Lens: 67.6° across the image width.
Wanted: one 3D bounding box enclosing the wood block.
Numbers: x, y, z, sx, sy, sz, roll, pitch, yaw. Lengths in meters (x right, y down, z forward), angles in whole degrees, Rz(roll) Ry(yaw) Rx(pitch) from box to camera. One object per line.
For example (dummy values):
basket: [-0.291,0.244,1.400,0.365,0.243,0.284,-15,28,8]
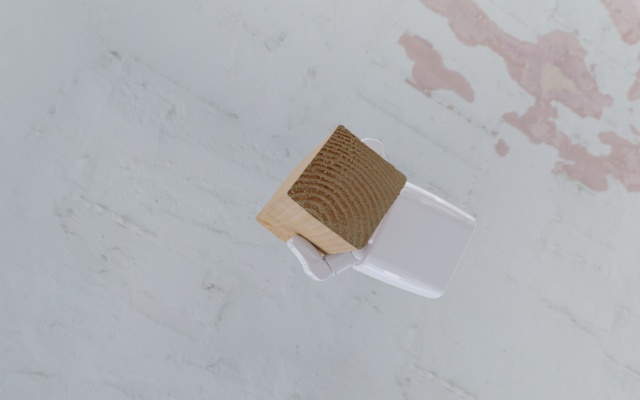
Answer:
wood block: [0.000,0.002,0.545,0.090,0.090,0.206,38,-17,-7]
